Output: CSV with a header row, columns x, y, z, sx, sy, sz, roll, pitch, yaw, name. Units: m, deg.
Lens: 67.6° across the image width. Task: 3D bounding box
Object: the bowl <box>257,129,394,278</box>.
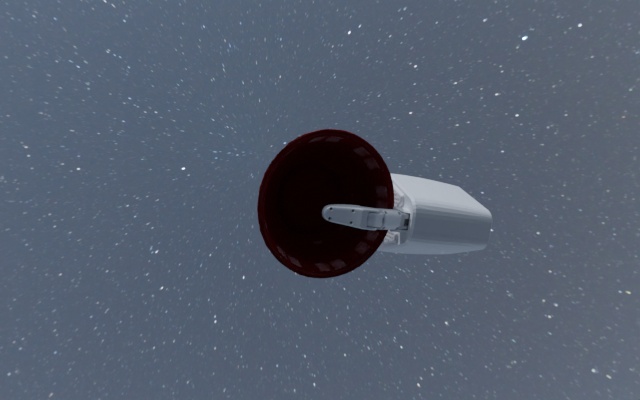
x,y,z,sx,sy,sz,roll,pitch,yaw,name
-0.001,0.001,0.533,0.162,0.162,0.055,0,8,-24,bowl
